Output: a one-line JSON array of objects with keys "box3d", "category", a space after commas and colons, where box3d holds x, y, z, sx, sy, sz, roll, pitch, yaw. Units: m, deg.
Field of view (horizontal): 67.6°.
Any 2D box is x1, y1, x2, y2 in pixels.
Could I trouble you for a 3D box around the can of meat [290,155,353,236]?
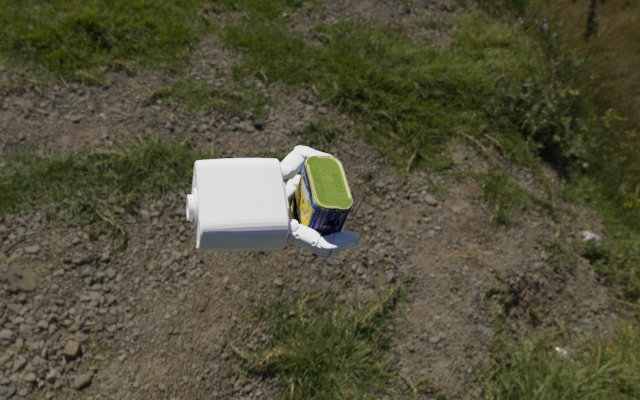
[{"box3d": [0.000, 0.002, 0.634, 0.057, 0.102, 0.084, 1, -42, -18], "category": "can of meat"}]
